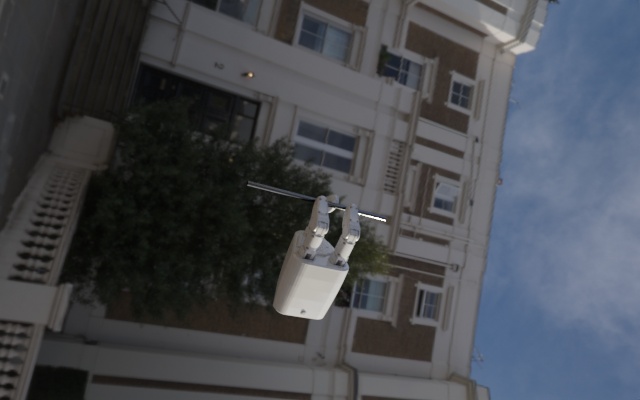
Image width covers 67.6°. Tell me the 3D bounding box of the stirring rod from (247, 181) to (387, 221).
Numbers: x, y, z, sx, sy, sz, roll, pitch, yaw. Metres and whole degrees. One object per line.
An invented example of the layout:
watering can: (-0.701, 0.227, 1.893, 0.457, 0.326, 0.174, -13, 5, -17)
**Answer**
stirring rod: (0.000, 0.002, 0.750, 0.239, 0.011, 0.011, 15, -6, -22)
